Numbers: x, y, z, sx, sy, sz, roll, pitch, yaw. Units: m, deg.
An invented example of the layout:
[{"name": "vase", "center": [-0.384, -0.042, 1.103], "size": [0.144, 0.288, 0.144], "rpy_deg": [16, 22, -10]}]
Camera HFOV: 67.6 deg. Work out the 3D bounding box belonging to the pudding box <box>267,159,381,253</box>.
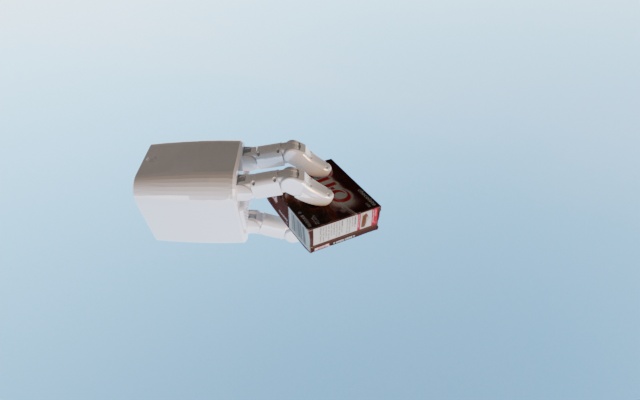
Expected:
[{"name": "pudding box", "center": [0.000, 0.002, 0.540], "size": [0.090, 0.039, 0.113], "rpy_deg": [-18, 43, -23]}]
